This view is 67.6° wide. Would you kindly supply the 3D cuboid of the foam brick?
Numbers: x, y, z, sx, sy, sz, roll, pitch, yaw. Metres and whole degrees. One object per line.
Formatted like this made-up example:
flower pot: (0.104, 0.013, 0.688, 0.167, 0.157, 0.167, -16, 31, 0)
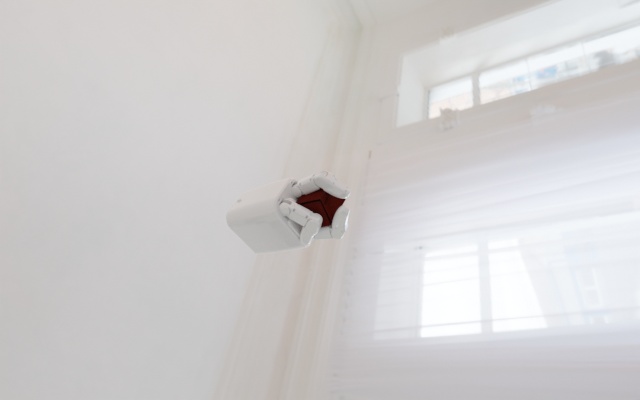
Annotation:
foam brick: (0.000, 0.002, 0.791, 0.051, 0.053, 0.078, -13, 27, 29)
